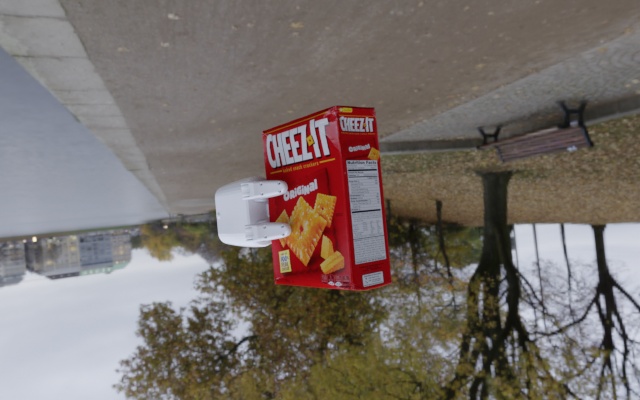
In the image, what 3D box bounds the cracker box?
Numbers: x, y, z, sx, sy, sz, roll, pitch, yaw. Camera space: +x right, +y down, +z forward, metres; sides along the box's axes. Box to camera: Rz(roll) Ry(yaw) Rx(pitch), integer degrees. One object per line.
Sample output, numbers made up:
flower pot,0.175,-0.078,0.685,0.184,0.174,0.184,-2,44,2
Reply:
cracker box,0.000,0.002,0.610,0.072,0.213,0.164,-5,-1,-39
